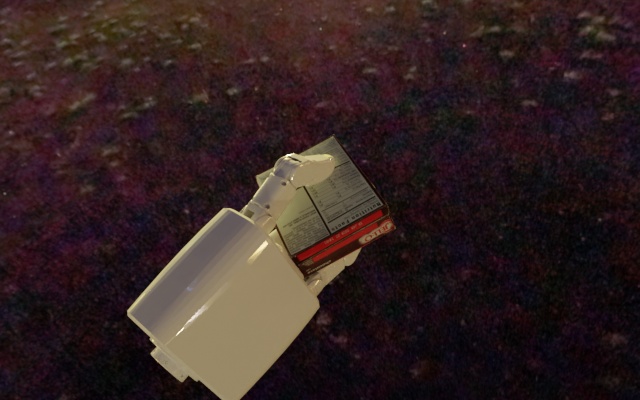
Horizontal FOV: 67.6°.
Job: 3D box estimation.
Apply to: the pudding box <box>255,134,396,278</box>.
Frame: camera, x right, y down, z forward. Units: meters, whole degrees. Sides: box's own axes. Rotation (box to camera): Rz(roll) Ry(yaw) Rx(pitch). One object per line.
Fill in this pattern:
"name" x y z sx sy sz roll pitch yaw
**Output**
"pudding box" 0.000 0.001 0.423 0.090 0.113 0.039 -28 -42 -3
